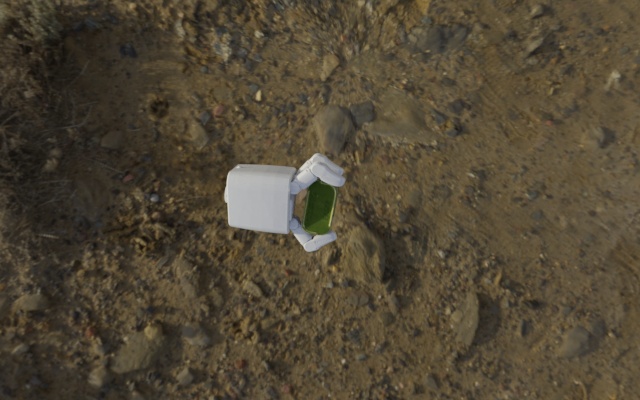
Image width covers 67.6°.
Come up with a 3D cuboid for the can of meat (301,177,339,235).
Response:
[{"bbox_3d":[0.000,0.003,0.842,0.057,0.102,0.084,10,16,1],"label":"can of meat"}]
